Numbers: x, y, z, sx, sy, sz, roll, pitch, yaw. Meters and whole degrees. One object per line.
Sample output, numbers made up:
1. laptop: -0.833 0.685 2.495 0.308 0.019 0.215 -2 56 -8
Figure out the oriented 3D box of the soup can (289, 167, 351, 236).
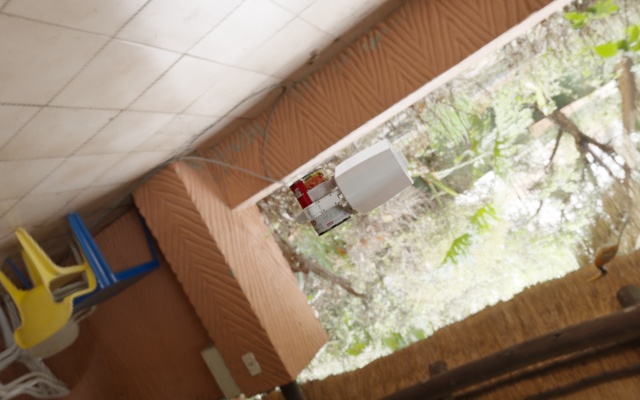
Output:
1. soup can: 0.000 0.003 0.834 0.068 0.102 0.068 -31 -3 -2
